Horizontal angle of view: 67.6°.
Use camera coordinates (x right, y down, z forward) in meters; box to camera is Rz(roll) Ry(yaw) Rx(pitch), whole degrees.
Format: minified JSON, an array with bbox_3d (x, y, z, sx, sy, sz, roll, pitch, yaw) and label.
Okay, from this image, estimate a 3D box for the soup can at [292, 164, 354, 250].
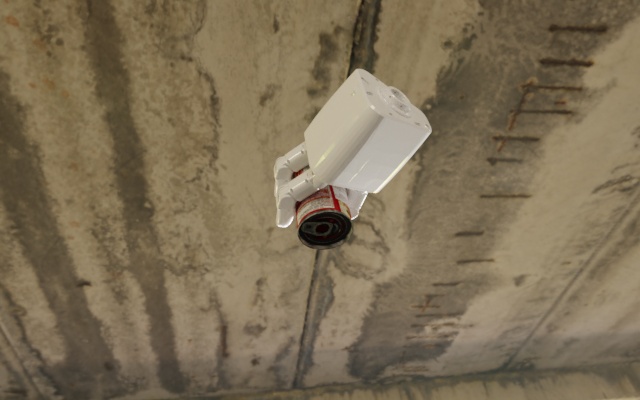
[{"bbox_3d":[0.000,0.002,0.605,0.068,0.069,0.102,0,44,-10],"label":"soup can"}]
